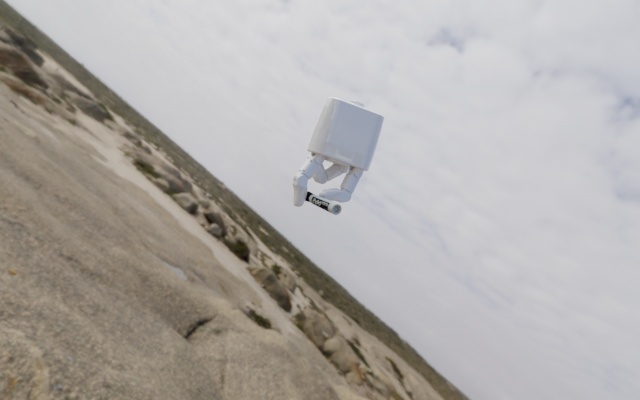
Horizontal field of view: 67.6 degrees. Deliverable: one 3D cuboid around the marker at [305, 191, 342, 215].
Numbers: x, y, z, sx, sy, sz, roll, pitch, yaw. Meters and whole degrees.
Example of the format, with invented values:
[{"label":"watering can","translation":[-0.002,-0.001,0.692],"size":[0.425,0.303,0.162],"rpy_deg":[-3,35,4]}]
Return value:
[{"label":"marker","translation":[0.000,0.003,0.834],"size":[0.020,0.020,0.121],"rpy_deg":[0,11,-27]}]
